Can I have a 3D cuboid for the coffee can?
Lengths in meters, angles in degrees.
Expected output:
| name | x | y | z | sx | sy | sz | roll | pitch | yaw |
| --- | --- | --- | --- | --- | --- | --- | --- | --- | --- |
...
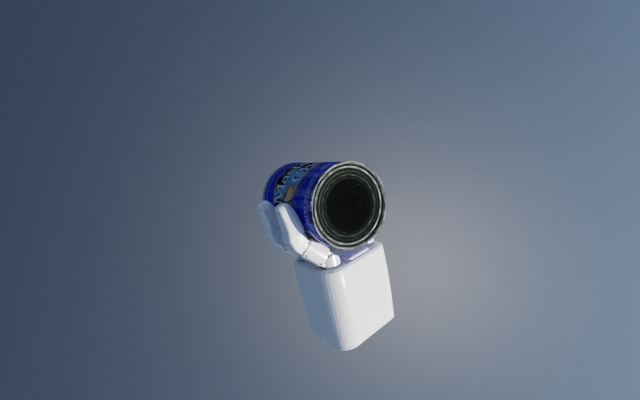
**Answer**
| name | x | y | z | sx | sy | sz | roll | pitch | yaw |
| --- | --- | --- | --- | --- | --- | --- | --- | --- | --- |
| coffee can | 0.000 | 0.002 | 0.604 | 0.103 | 0.103 | 0.140 | 0 | 3 | -29 |
